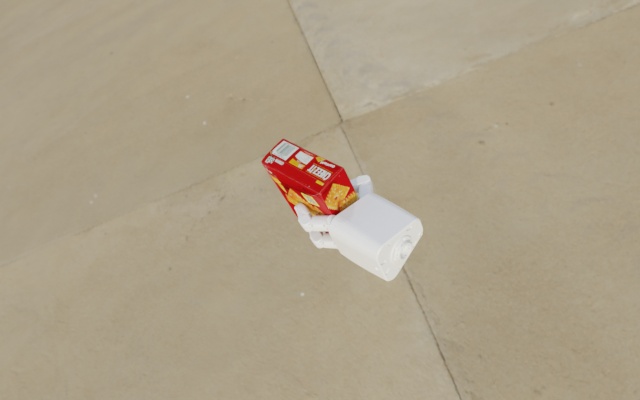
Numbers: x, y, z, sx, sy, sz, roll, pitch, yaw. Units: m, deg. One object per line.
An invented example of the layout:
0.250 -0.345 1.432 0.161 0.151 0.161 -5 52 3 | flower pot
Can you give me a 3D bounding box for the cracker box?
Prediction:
0.000 0.003 0.881 0.164 0.072 0.214 29 -21 40 | cracker box
